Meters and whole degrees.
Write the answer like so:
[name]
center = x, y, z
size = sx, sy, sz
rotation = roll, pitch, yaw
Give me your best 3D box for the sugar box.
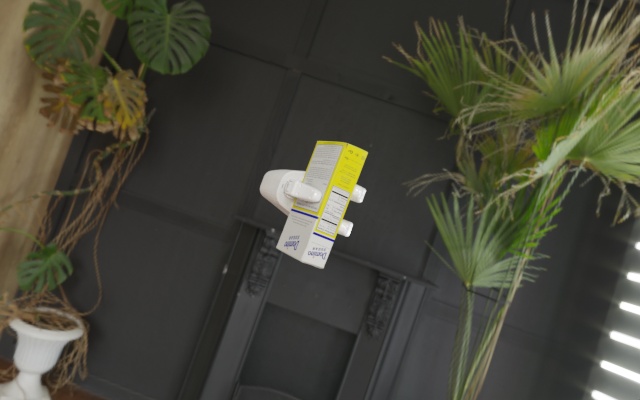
[sugar box]
center = 0.001, 0.002, 0.694
size = 0.048, 0.176, 0.093
rotation = 20, -2, -28
